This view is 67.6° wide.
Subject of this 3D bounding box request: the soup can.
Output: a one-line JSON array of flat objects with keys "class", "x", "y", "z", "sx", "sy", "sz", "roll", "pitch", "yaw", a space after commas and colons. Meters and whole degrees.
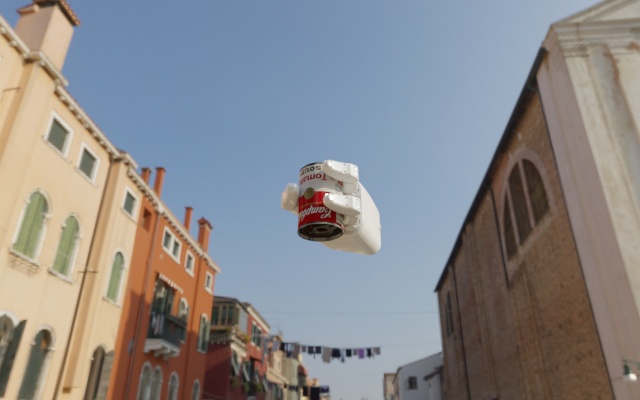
[{"class": "soup can", "x": 0.000, "y": 0.002, "z": 0.718, "sx": 0.068, "sy": 0.102, "sz": 0.068, "roll": 0, "pitch": -27, "yaw": 0}]
